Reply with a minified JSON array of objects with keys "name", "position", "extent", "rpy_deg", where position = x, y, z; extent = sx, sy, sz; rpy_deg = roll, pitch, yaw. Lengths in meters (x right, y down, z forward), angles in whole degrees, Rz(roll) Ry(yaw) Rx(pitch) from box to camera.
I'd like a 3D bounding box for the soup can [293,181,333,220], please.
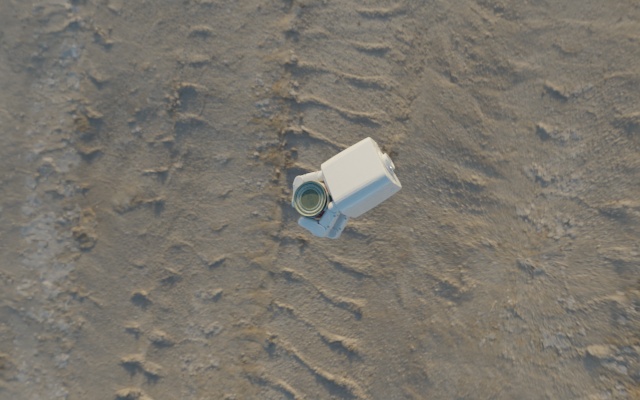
[{"name":"soup can","position":[0.000,0.003,0.893],"extent":[0.068,0.068,0.102],"rpy_deg":[0,-7,23]}]
